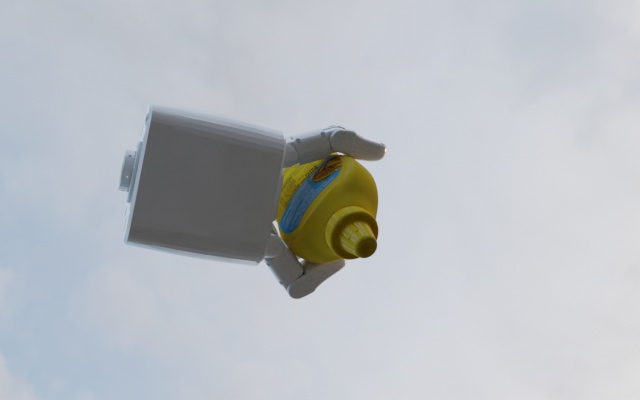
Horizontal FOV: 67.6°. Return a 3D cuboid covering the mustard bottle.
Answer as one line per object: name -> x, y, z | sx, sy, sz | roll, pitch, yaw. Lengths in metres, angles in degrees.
mustard bottle -> 0.000, 0.001, 0.426 | 0.058, 0.096, 0.191 | 38, 3, -28
